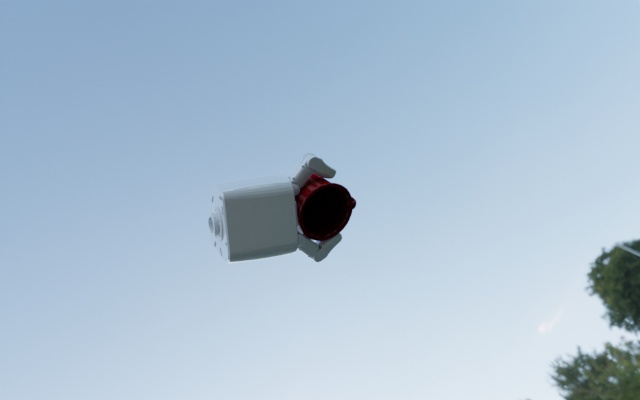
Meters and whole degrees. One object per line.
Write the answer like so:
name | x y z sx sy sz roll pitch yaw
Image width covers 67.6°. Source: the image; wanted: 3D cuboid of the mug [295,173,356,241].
mug | 0.001 0.002 0.745 0.117 0.093 0.081 -8 25 -29
